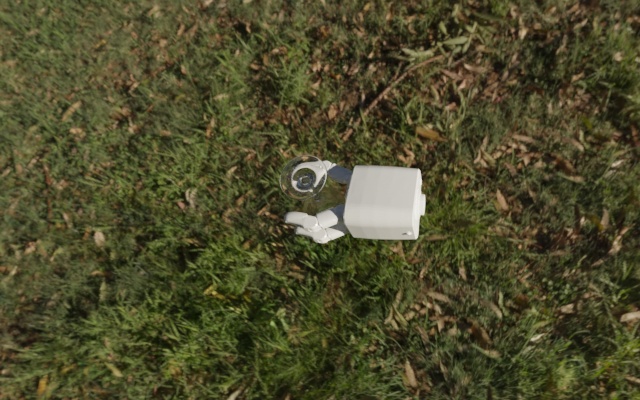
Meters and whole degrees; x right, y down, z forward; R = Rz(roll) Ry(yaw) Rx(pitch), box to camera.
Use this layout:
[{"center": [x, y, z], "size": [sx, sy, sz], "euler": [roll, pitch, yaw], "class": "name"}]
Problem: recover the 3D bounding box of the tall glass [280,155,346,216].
[{"center": [0.000, 0.002, 0.798], "size": [0.079, 0.079, 0.201], "euler": [0, -22, 16], "class": "tall glass"}]
